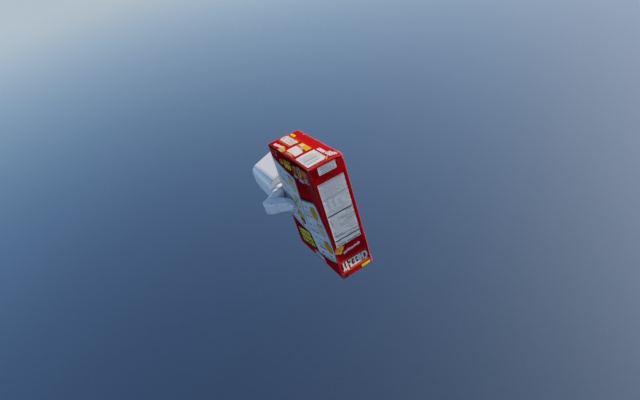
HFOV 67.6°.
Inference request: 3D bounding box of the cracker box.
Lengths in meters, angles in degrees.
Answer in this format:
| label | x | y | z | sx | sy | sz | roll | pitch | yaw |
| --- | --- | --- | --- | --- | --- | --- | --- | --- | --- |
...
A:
| label | x | y | z | sx | sy | sz | roll | pitch | yaw |
| --- | --- | --- | --- | --- | --- | --- | --- | --- | --- |
| cracker box | 0.000 | 0.003 | 0.816 | 0.072 | 0.214 | 0.164 | -28 | 31 | -17 |
